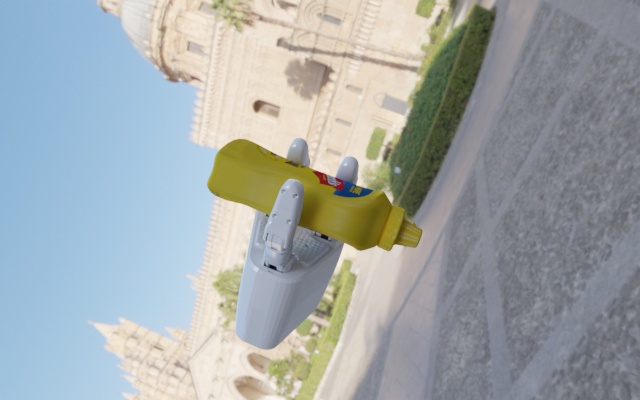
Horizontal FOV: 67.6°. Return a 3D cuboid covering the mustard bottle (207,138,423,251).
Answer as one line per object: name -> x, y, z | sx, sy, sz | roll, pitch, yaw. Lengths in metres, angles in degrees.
mustard bottle -> 0.000, 0.001, 0.440 | 0.191, 0.058, 0.096 | 21, 9, 6
